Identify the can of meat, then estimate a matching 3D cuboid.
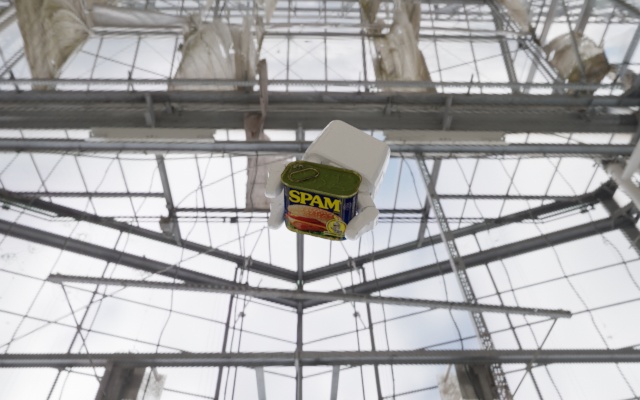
[{"bbox_3d":[0.000,0.002,0.635,0.102,0.084,0.057,12,40,12],"label":"can of meat"}]
